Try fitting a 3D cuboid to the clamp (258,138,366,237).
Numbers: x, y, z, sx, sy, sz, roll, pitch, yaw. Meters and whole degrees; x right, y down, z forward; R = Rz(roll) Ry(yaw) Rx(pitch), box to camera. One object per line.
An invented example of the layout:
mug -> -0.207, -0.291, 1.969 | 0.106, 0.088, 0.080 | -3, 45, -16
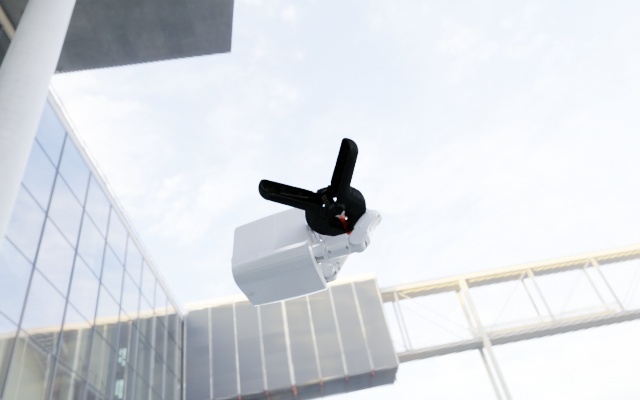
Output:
clamp -> 0.000, 0.001, 0.580 | 0.120, 0.039, 0.172 | -16, -39, 4
